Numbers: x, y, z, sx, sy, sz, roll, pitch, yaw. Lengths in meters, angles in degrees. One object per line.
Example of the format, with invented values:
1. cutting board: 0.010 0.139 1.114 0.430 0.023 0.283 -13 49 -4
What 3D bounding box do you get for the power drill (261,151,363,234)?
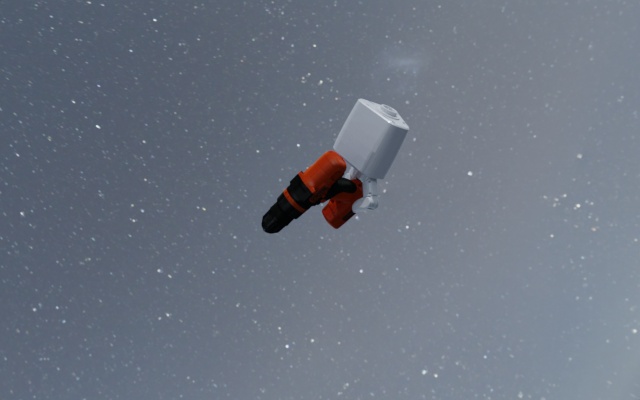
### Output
1. power drill: 0.001 0.003 0.866 0.184 0.057 0.188 -42 -25 14
